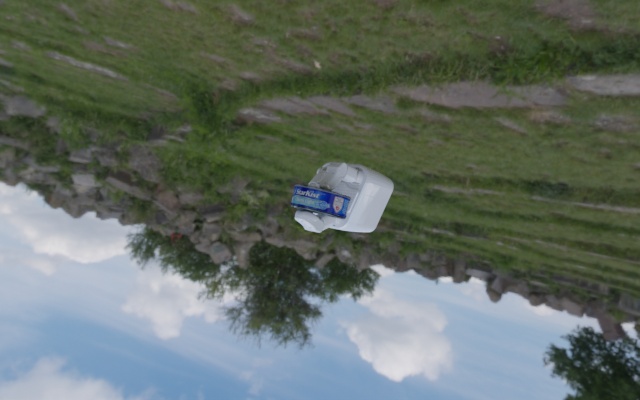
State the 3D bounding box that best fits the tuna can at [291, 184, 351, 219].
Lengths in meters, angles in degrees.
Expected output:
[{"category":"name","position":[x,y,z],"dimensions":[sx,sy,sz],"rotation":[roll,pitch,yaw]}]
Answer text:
[{"category":"tuna can","position":[0.000,0.003,0.704],"dimensions":[0.086,0.034,0.086],"rotation":[14,-3,1]}]
